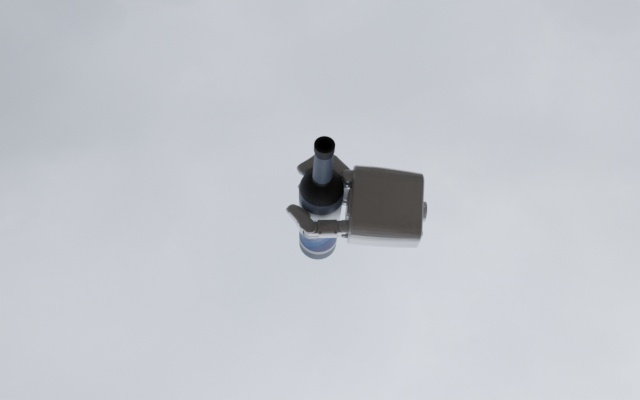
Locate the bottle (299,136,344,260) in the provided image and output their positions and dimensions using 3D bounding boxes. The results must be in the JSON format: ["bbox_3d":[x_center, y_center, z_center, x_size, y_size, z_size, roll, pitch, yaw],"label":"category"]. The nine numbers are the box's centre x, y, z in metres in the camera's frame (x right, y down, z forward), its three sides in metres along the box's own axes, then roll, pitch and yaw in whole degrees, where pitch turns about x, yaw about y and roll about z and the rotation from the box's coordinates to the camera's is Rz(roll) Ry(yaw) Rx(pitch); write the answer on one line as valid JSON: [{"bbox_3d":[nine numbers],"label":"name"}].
[{"bbox_3d":[0.000,0.003,0.729,0.069,0.069,0.296,0,-30,-2],"label":"bottle"}]
